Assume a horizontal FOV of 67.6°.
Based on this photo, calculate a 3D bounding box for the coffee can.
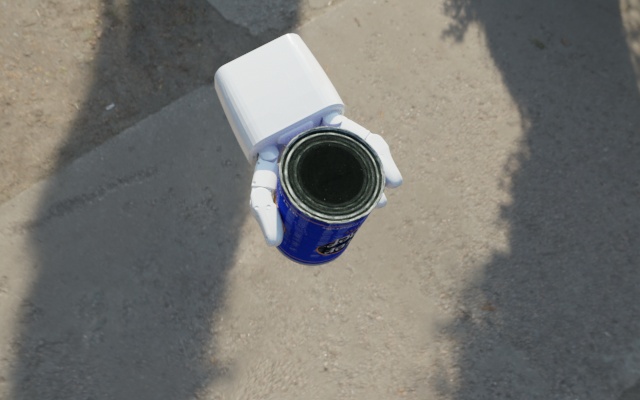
[{"bbox_3d":[0.000,0.002,0.510,0.103,0.102,0.140,0,-23,-11],"label":"coffee can"}]
